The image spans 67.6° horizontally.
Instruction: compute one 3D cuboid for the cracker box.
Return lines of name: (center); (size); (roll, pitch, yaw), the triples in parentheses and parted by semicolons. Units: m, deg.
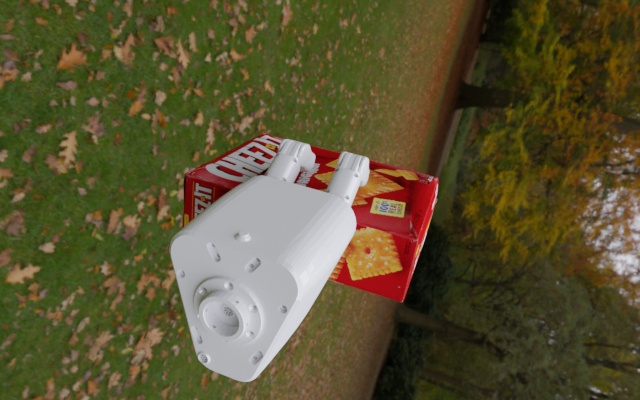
cracker box: (0.000, 0.002, 0.475); (0.213, 0.072, 0.164); (16, 25, 14)
